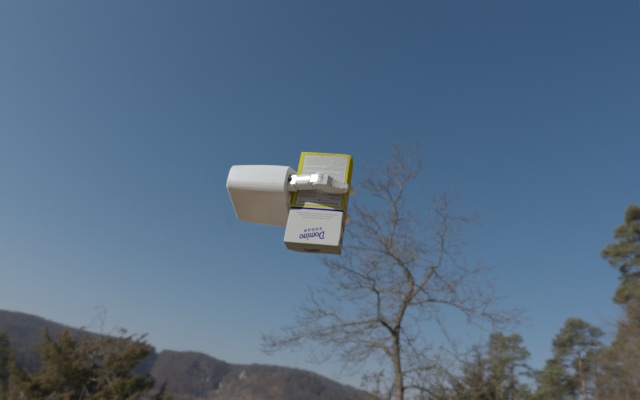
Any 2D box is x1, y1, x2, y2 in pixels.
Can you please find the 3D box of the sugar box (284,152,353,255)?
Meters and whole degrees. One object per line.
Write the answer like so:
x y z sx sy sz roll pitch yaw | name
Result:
0.000 0.003 0.813 0.093 0.176 0.048 4 -26 11 | sugar box
